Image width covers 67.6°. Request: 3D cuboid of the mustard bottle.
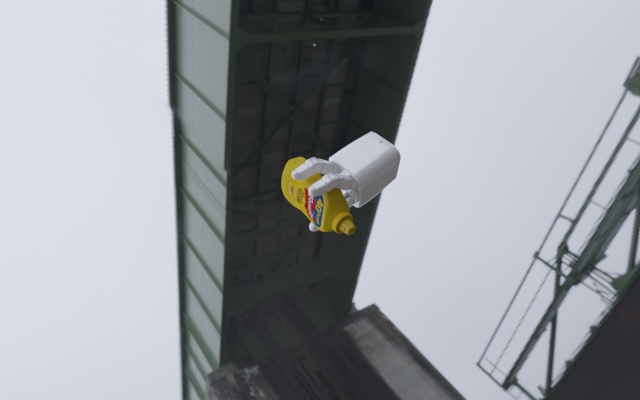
[{"bbox_3d":[0.000,0.003,0.893,0.058,0.096,0.191,-17,43,-33],"label":"mustard bottle"}]
